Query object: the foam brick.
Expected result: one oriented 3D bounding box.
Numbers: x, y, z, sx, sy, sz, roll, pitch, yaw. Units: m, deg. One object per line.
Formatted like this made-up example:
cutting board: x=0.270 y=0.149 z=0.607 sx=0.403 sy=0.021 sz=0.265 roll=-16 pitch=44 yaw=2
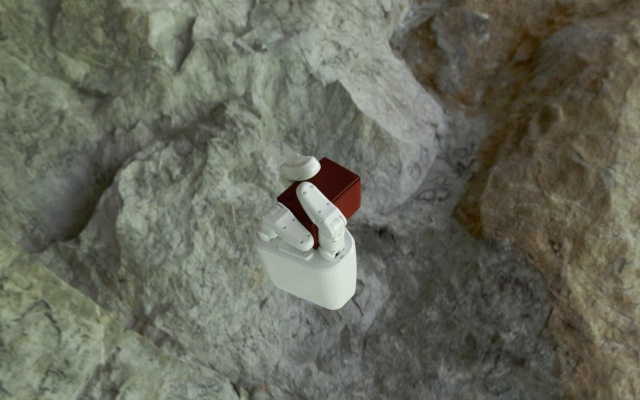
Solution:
foam brick: x=0.000 y=0.002 z=0.518 sx=0.053 sy=0.051 sz=0.078 roll=34 pitch=64 yaw=29
